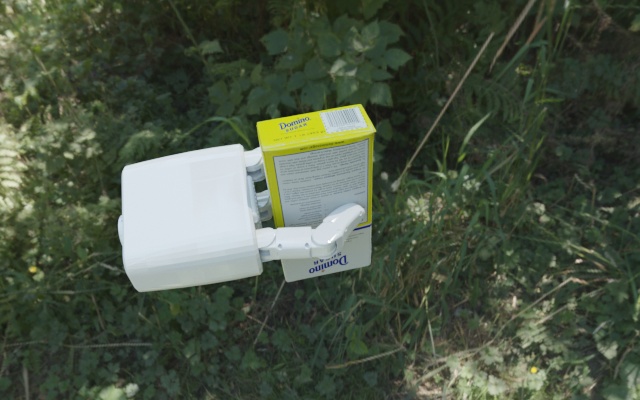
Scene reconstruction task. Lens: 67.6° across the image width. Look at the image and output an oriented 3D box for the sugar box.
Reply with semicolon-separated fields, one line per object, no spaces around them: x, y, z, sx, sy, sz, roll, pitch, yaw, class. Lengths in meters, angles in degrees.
0.000;0.001;0.446;0.093;0.048;0.176;-10;-42;-7;sugar box
